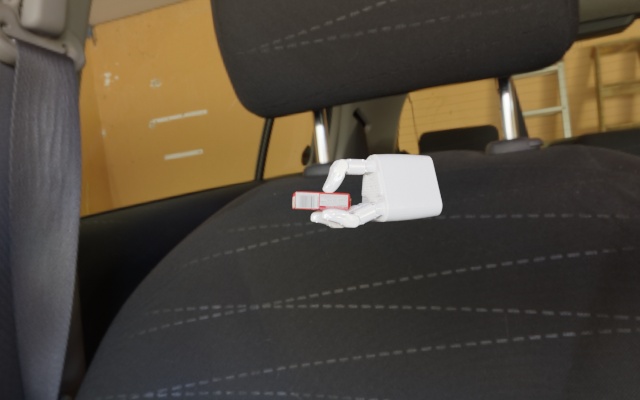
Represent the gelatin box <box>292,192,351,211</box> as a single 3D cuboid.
[{"bbox_3d":[0.000,0.002,0.782,0.089,0.030,0.073,2,-1,-6],"label":"gelatin box"}]
